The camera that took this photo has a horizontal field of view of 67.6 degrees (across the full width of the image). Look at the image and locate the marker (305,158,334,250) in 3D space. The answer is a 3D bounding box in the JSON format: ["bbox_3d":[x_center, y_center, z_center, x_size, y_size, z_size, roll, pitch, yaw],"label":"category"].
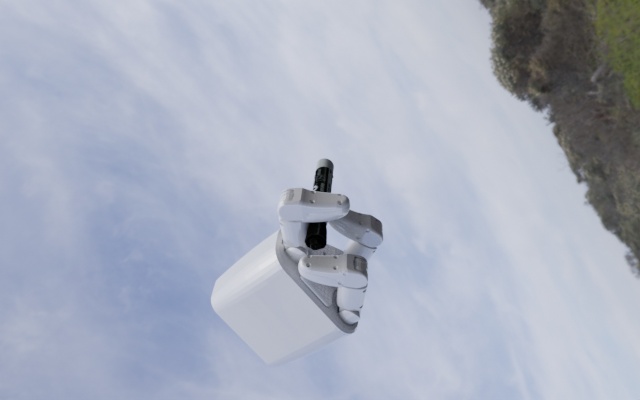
[{"bbox_3d":[0.000,0.001,0.446,0.020,0.020,0.121,0,39,5],"label":"marker"}]
